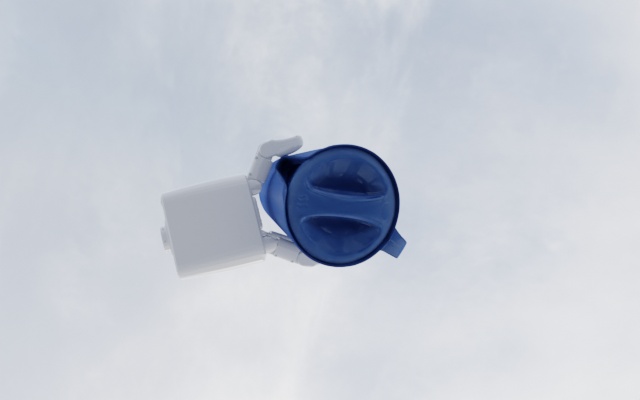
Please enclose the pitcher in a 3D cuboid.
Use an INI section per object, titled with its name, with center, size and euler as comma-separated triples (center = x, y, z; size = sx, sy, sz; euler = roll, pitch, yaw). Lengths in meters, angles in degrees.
[pitcher]
center = 0.000, 0.002, 0.622
size = 0.145, 0.149, 0.243
euler = -13, 9, -15
